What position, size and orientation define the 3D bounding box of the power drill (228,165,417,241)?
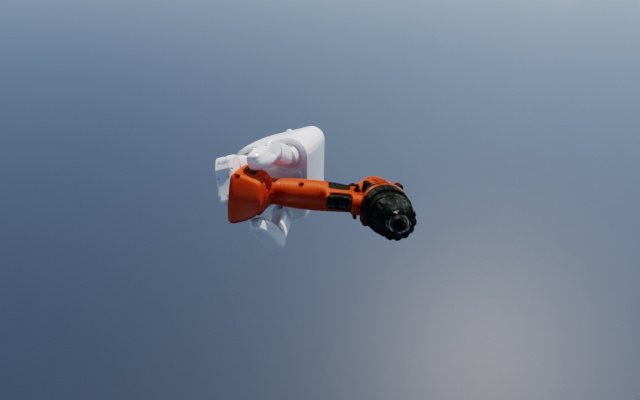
[{"bbox_3d":[0.000,0.002,0.512,0.187,0.057,0.184,6,8,-2],"label":"power drill"}]
